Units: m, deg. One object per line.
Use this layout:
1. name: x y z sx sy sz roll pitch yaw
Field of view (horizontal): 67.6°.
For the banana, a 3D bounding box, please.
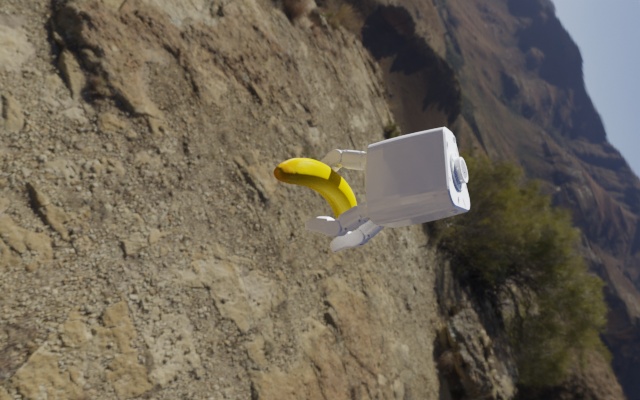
1. banana: 0.006 -0.012 0.652 0.037 0.069 0.198 -4 -32 32
